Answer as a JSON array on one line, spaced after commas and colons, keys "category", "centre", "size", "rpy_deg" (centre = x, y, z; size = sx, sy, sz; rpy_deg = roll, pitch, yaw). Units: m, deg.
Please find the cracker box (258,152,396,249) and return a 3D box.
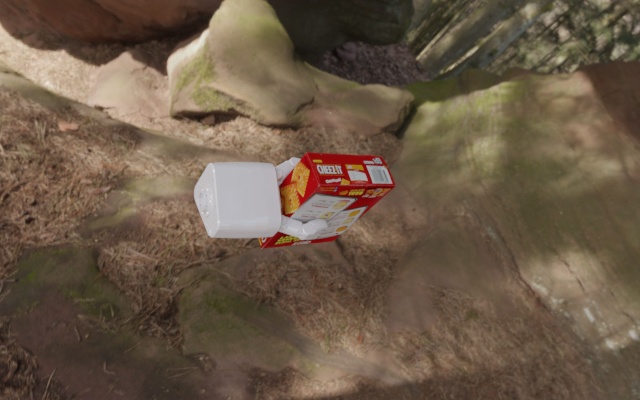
[{"category": "cracker box", "centre": [0.000, 0.003, 0.837], "size": [0.164, 0.072, 0.214], "rpy_deg": [-2, -29, -36]}]
